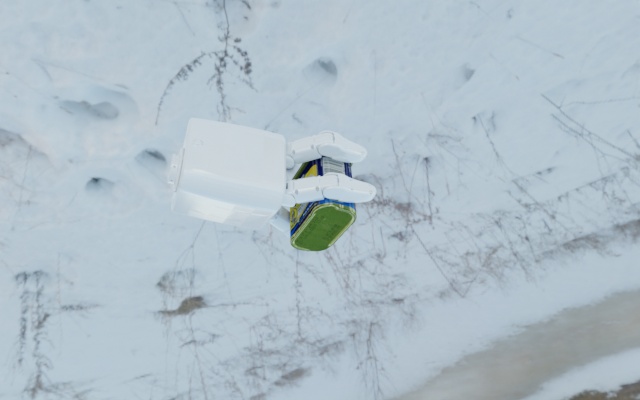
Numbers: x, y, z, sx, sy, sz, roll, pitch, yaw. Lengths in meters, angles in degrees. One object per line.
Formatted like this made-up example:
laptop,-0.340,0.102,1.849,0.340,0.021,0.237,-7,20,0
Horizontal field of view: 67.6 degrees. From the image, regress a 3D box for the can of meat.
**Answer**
can of meat,0.000,0.002,0.567,0.057,0.084,0.102,14,-39,-22
